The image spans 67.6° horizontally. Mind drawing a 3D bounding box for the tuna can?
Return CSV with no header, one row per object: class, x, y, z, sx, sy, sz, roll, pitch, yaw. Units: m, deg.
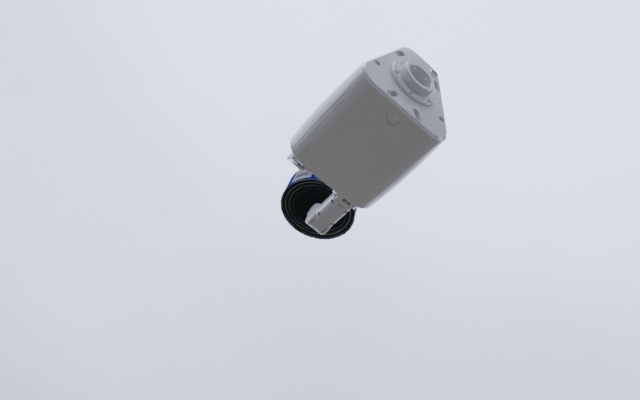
tuna can,0.000,0.001,0.545,0.086,0.086,0.033,0,37,18
